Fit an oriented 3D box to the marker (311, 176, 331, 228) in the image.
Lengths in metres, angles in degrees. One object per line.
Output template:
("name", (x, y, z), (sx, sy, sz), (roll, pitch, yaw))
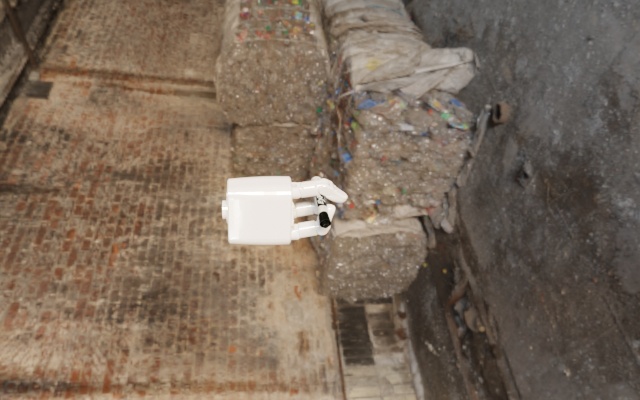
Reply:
("marker", (0.000, 0.003, 0.801), (0.020, 0.020, 0.121), (0, 40, -10))
